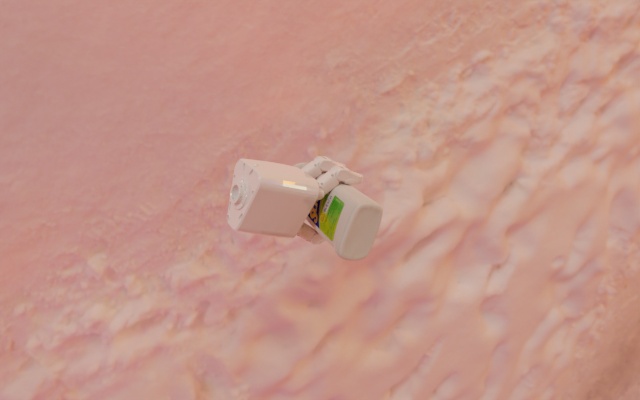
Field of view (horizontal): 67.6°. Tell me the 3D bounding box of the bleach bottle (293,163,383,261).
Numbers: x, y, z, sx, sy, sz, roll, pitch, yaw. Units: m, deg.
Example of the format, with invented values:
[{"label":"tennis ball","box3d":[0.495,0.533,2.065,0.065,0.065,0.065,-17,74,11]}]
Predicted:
[{"label":"bleach bottle","box3d":[0.000,0.003,0.825,0.068,0.102,0.250,9,16,-36]}]
